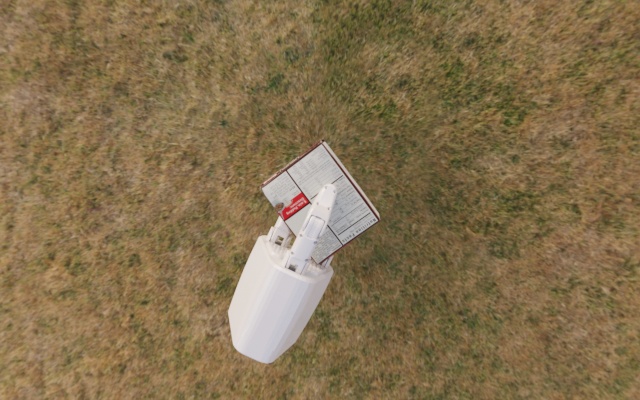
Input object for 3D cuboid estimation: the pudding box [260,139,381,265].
[{"bbox_3d":[0.000,0.002,0.537,0.090,0.113,0.039,-36,7,7],"label":"pudding box"}]
